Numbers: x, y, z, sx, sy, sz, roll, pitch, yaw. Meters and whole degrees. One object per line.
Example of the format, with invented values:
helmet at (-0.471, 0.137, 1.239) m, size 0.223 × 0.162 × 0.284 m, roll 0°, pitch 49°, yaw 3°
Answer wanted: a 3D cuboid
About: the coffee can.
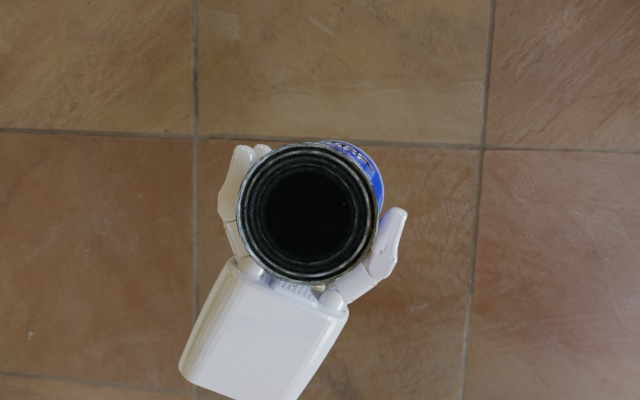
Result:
coffee can at (0.000, 0.001, 0.401) m, size 0.103 × 0.103 × 0.140 m, roll 0°, pitch 7°, yaw 9°
